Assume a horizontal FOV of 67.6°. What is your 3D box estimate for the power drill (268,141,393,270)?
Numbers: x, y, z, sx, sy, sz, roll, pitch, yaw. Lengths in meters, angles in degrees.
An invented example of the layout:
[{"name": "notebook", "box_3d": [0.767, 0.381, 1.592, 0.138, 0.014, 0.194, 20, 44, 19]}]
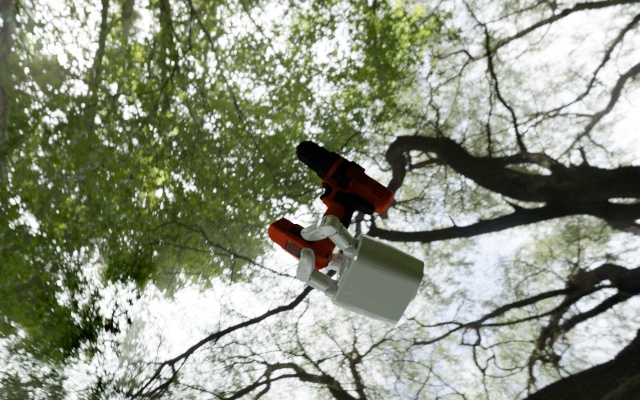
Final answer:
[{"name": "power drill", "box_3d": [0.000, 0.003, 0.764, 0.184, 0.187, 0.057, 33, -28, 11]}]
